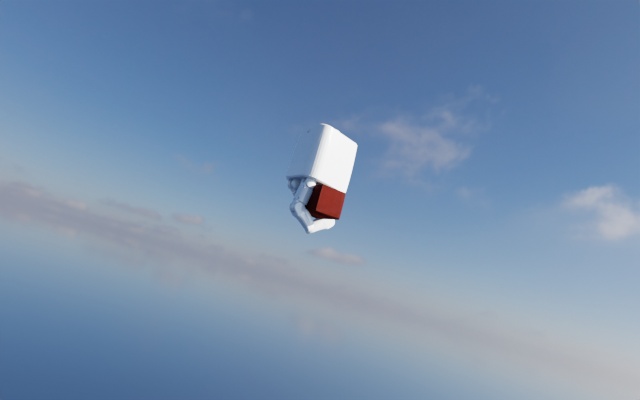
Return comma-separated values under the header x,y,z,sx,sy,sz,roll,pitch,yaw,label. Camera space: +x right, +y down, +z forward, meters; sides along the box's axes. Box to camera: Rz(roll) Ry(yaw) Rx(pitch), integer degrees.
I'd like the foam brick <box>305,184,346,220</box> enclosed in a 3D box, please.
x,y,z,sx,sy,sz,roll,pitch,yaw,label
0.000,0.003,0.871,0.053,0.051,0.078,22,-11,-28,foam brick
